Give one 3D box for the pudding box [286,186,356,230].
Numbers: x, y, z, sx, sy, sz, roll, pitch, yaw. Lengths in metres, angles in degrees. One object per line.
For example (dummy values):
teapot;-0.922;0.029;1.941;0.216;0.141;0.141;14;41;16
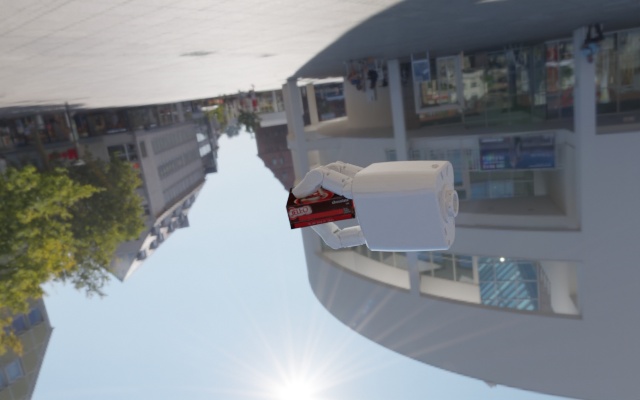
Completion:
pudding box;0.000;0.002;0.676;0.090;0.039;0.113;-10;12;2
